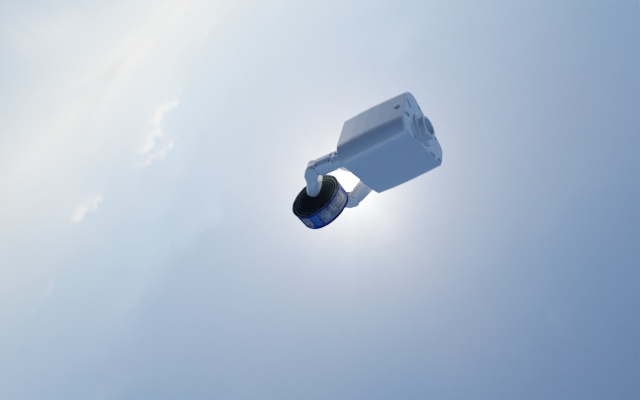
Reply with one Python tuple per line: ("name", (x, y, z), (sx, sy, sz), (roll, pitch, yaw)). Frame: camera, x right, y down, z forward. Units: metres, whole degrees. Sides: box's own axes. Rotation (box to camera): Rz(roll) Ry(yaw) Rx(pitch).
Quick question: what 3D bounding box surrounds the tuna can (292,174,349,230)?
("tuna can", (0.000, 0.003, 0.734), (0.086, 0.086, 0.034), (0, -40, 49))
